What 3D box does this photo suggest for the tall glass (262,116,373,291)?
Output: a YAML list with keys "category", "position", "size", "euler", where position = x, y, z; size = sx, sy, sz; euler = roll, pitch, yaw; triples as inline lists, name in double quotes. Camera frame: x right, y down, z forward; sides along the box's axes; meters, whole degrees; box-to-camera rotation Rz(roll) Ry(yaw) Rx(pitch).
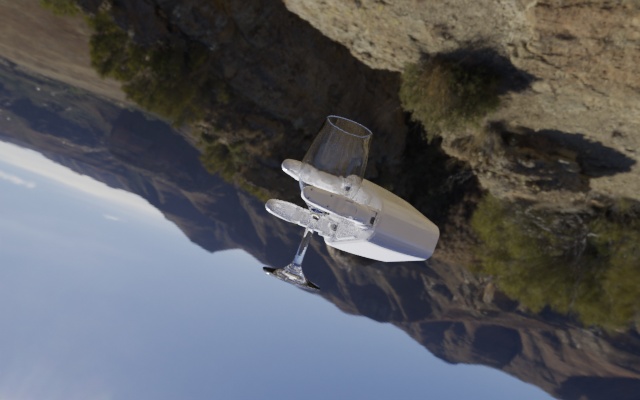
- category: "tall glass"
  position: [0.000, 0.002, 0.579]
  size: [0.079, 0.201, 0.079]
  euler: [21, -2, 1]
